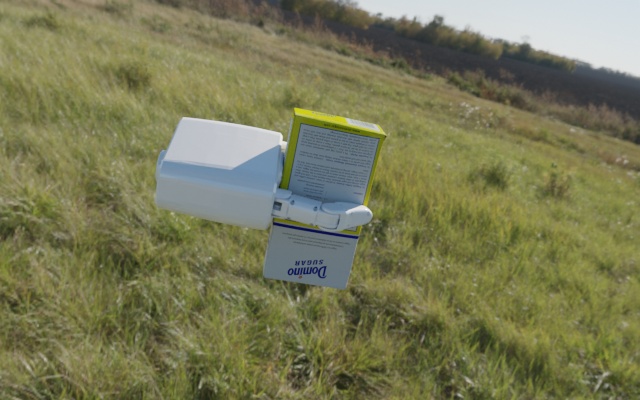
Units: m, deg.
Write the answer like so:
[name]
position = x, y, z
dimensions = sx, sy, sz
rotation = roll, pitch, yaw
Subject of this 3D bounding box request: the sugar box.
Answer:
[sugar box]
position = 0.000, 0.001, 0.497
dimensions = 0.093, 0.176, 0.048
rotation = 11, 21, -8
